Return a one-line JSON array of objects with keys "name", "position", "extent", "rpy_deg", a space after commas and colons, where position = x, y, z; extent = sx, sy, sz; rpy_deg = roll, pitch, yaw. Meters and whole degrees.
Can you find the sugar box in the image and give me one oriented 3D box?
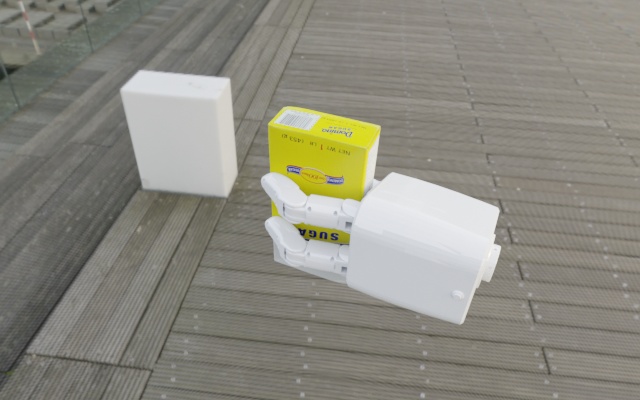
[{"name": "sugar box", "position": [0.000, 0.002, 0.465], "extent": [0.093, 0.176, 0.048], "rpy_deg": [16, 40, 16]}]
